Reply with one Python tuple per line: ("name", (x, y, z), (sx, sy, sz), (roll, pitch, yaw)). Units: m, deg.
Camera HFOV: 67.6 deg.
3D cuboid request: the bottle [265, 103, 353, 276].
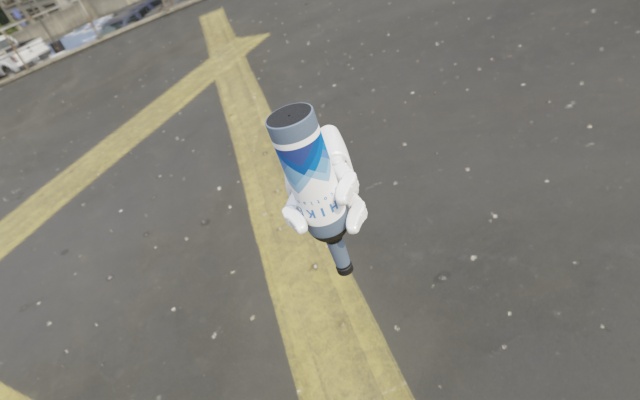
("bottle", (0.000, 0.002, 0.704), (0.069, 0.296, 0.069), (-13, 36, 10))
